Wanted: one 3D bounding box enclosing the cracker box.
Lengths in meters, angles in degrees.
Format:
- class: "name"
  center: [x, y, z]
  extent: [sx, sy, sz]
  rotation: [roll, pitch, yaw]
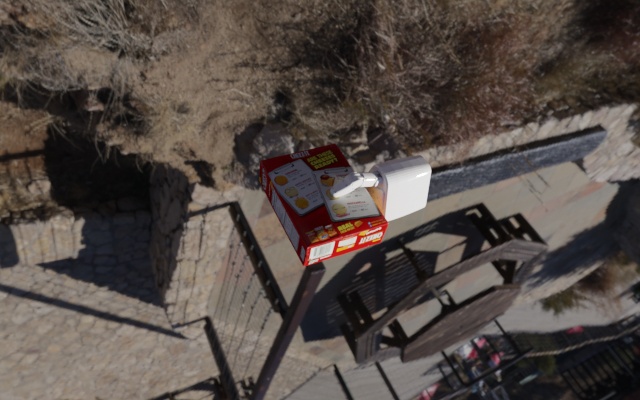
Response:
- class: "cracker box"
  center: [0.000, 0.003, 0.888]
  extent: [0.164, 0.213, 0.072]
  rotation: [-15, -36, -23]
